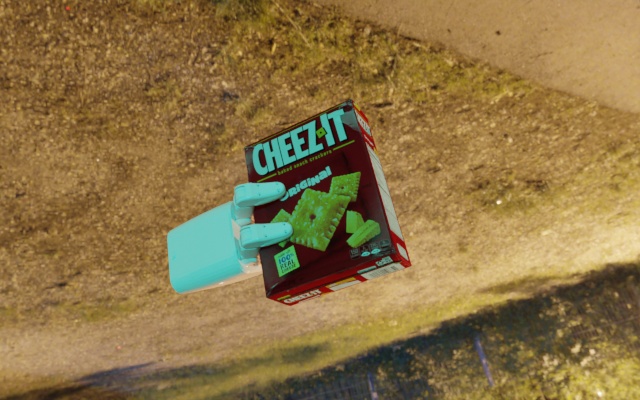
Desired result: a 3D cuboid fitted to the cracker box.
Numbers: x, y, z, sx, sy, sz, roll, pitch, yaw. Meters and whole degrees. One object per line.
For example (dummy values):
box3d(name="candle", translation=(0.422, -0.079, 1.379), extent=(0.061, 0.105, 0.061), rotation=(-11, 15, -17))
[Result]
box3d(name="cracker box", translation=(0.000, 0.002, 0.592), extent=(0.164, 0.213, 0.072), rotation=(-21, -27, 17))
